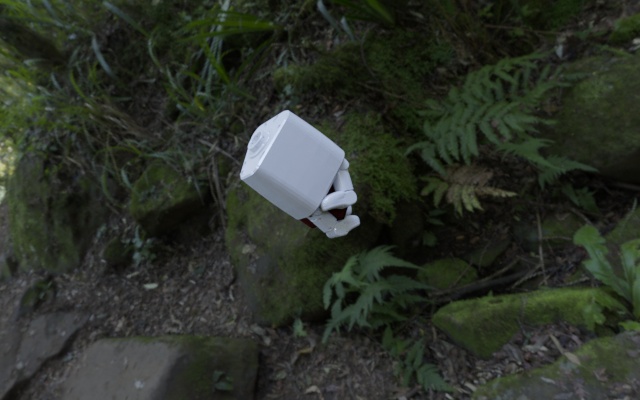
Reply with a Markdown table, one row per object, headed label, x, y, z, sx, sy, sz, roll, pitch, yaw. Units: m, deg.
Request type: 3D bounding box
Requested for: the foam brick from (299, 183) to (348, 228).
| label | x | y | z | sx | sy | sz | roll | pitch | yaw |
| --- | --- | --- | --- | --- | --- | --- | --- | --- | --- |
| foam brick | 0.000 | 0.003 | 0.724 | 0.051 | 0.053 | 0.078 | 35 | -32 | -27 |
